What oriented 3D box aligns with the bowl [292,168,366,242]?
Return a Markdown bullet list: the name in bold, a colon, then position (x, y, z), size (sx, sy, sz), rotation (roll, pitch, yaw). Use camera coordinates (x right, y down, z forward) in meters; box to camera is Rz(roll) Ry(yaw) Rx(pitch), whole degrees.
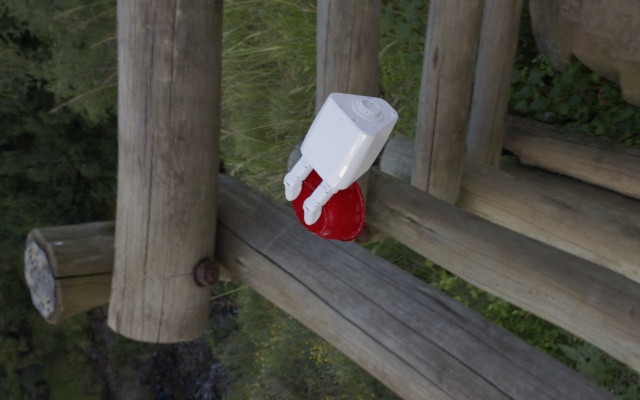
- **bowl**: position (0.000, 0.004, 0.794), size (0.055, 0.162, 0.162), rotation (-24, 13, -33)
